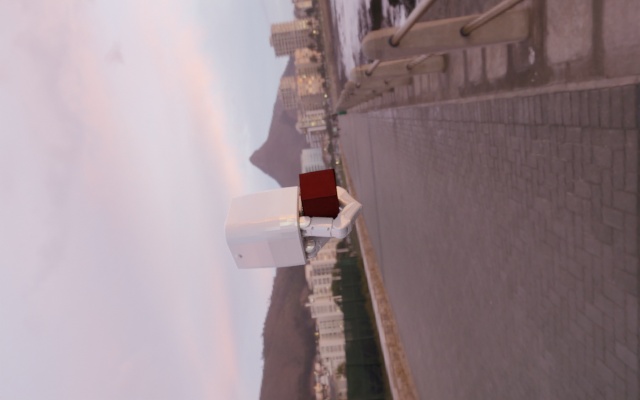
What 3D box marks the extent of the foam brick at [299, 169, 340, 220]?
[{"bbox_3d":[0.000,0.002,0.680,0.051,0.053,0.078,-7,-42,2],"label":"foam brick"}]
